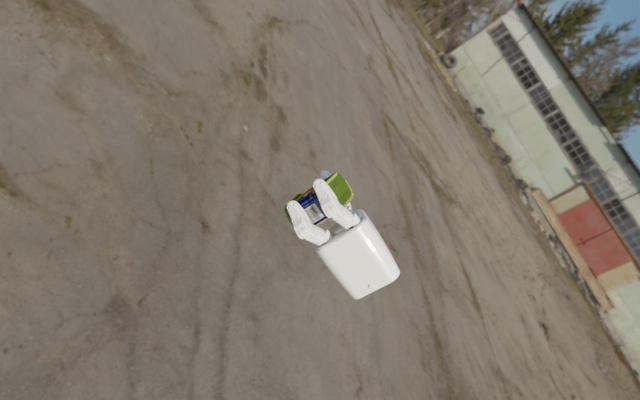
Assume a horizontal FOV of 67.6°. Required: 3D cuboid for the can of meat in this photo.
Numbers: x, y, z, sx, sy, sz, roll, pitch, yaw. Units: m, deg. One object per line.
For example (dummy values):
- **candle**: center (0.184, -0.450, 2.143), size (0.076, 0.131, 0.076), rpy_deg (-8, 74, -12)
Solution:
- **can of meat**: center (0.000, 0.002, 0.775), size (0.084, 0.057, 0.102), rpy_deg (-32, 6, 22)
